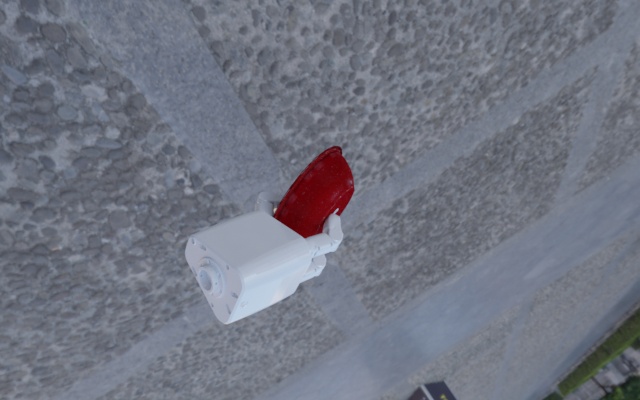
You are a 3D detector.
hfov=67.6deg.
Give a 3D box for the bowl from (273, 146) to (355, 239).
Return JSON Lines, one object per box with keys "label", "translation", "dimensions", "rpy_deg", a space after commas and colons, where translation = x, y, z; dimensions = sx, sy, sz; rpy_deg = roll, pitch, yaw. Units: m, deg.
{"label": "bowl", "translation": [0.001, 0.002, 0.688], "dimensions": [0.055, 0.162, 0.162], "rpy_deg": [37, 9, 12]}
